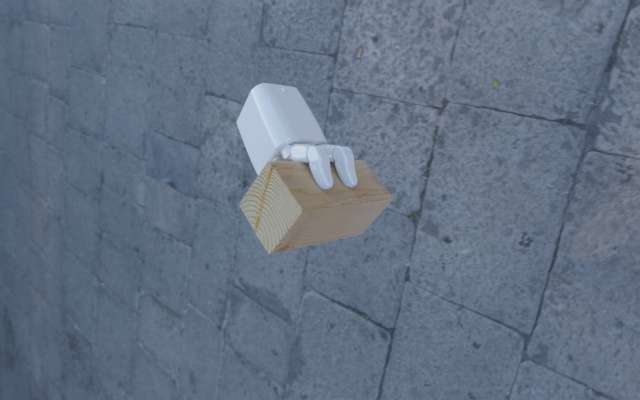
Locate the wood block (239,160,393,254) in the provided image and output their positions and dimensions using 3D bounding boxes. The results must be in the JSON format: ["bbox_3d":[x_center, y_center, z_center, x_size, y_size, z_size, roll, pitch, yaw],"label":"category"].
[{"bbox_3d":[0.000,0.002,0.698,0.206,0.090,0.091,-7,-36,-49],"label":"wood block"}]
